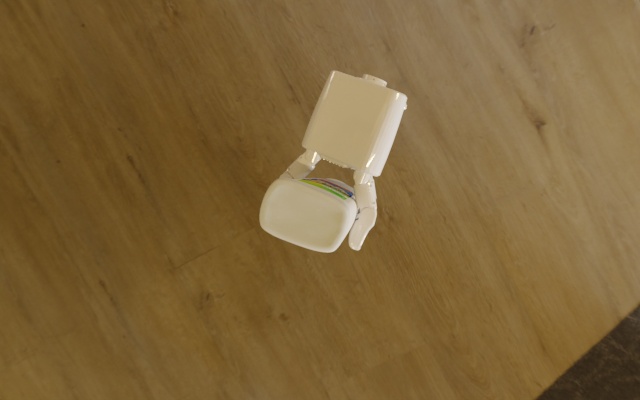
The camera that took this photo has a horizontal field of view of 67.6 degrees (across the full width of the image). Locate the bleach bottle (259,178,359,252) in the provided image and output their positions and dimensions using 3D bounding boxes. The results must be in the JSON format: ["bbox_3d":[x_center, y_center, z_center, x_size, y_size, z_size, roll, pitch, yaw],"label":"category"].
[{"bbox_3d":[0.000,0.002,0.640,0.102,0.068,0.251,21,10,5],"label":"bleach bottle"}]
